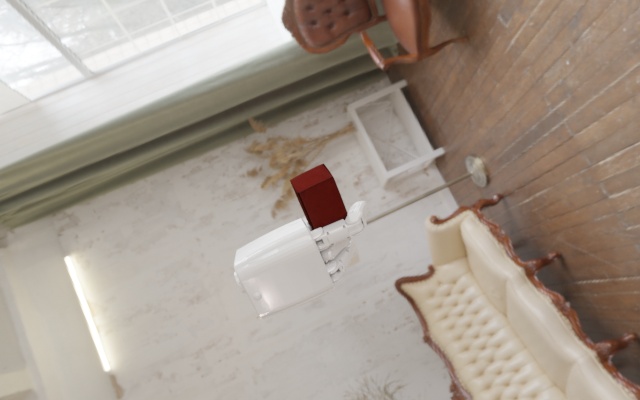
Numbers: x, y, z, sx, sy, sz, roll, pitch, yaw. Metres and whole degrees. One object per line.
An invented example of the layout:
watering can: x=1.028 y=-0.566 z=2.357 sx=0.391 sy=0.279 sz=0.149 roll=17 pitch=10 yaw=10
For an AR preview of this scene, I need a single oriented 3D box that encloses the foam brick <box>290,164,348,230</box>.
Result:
foam brick: x=0.000 y=0.002 z=0.629 sx=0.051 sy=0.078 sz=0.053 roll=-24 pitch=26 yaw=-4
